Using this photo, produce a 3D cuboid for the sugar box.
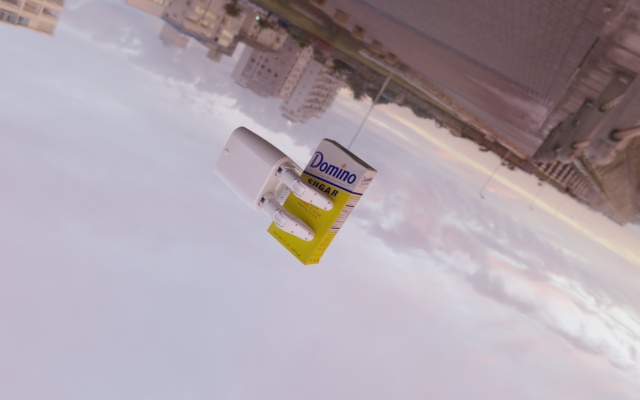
[{"bbox_3d":[0.000,0.002,0.730,0.093,0.176,0.048,38,17,26],"label":"sugar box"}]
